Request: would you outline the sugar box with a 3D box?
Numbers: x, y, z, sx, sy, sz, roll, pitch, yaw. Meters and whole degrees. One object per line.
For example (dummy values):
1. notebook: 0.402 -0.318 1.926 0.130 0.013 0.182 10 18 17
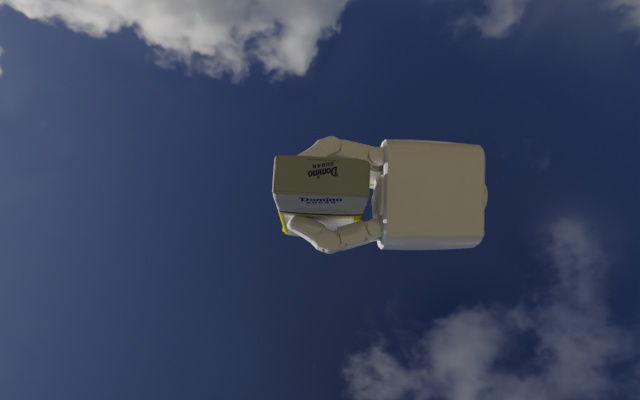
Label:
1. sugar box: 0.000 0.001 0.529 0.093 0.048 0.176 3 -19 -1
